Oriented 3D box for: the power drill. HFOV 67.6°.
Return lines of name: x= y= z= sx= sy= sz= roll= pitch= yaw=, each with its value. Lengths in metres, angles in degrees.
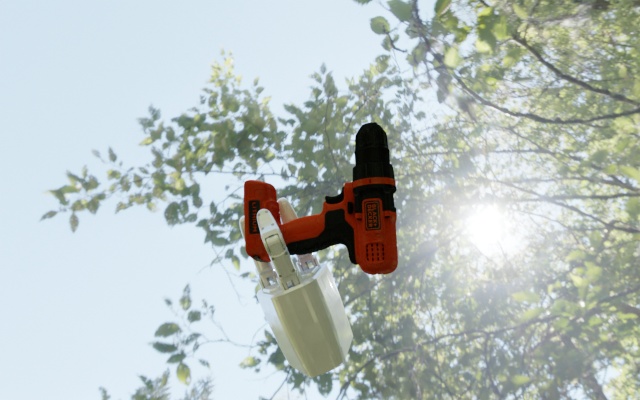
power drill: x=0.000 y=0.002 z=0.588 sx=0.187 sy=0.184 sz=0.057 roll=-6 pitch=-13 yaw=17
